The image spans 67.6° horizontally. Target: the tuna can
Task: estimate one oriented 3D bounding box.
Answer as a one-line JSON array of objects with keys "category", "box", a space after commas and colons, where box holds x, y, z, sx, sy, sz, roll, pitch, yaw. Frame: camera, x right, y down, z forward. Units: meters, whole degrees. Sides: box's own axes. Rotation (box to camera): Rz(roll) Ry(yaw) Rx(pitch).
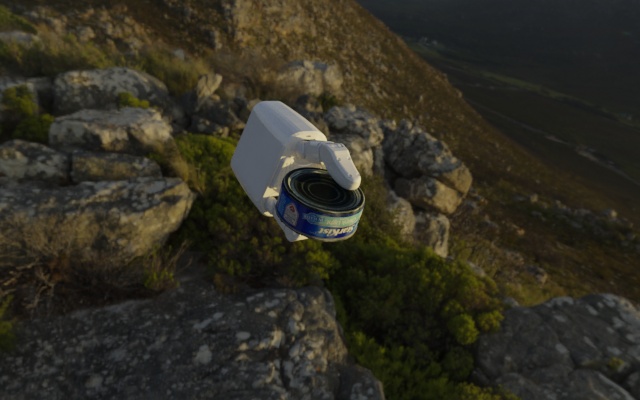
[{"category": "tuna can", "box": [0.000, 0.001, 0.475, 0.086, 0.034, 0.086, 12, 31, -8]}]
